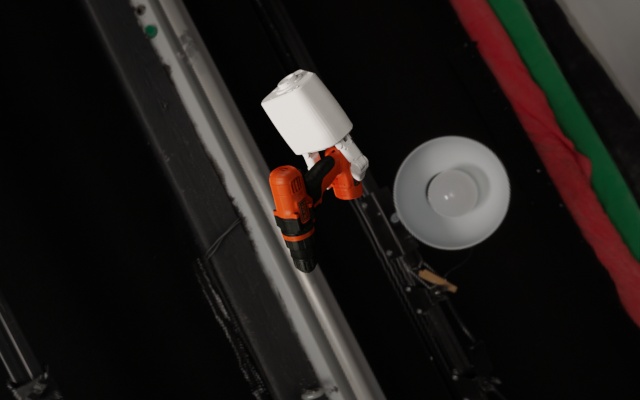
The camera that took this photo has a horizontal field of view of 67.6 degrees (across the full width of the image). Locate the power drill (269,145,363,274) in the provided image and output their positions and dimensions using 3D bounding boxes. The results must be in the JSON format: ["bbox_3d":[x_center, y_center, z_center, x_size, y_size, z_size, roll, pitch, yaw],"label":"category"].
[{"bbox_3d":[0.000,0.002,0.787,0.057,0.184,0.187,9,33,33],"label":"power drill"}]
